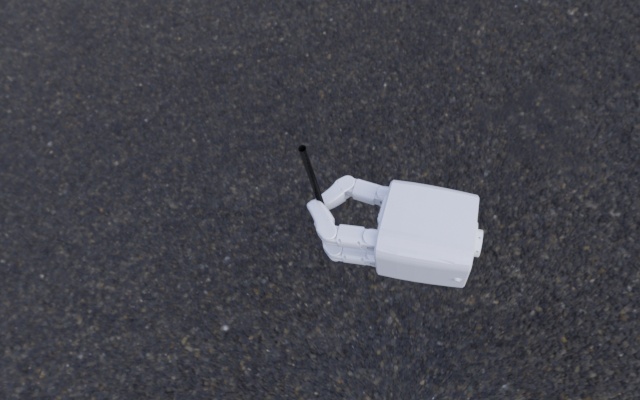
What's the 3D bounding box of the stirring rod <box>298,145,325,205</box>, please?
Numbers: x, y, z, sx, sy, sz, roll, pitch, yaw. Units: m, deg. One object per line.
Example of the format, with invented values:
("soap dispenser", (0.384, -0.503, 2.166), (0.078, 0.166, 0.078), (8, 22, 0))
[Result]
("stirring rod", (0.000, 0.002, 0.580), (0.011, 0.011, 0.240), (0, -26, 10))
